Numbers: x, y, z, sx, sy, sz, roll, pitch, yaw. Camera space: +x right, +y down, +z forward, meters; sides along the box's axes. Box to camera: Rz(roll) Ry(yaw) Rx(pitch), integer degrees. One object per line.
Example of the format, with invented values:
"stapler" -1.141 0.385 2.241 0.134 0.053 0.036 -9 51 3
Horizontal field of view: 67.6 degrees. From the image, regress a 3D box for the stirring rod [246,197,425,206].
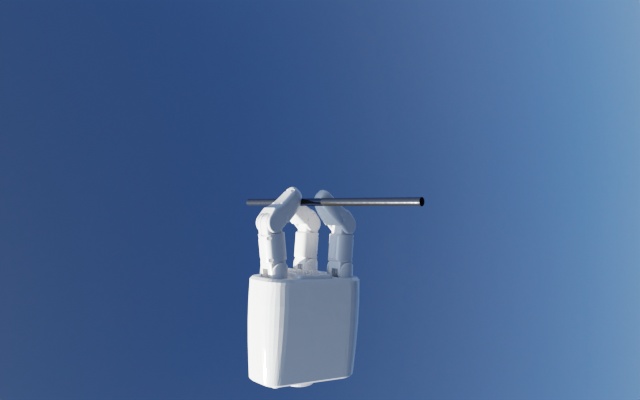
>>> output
"stirring rod" 0.000 0.002 0.487 0.239 0.011 0.011 0 0 45
